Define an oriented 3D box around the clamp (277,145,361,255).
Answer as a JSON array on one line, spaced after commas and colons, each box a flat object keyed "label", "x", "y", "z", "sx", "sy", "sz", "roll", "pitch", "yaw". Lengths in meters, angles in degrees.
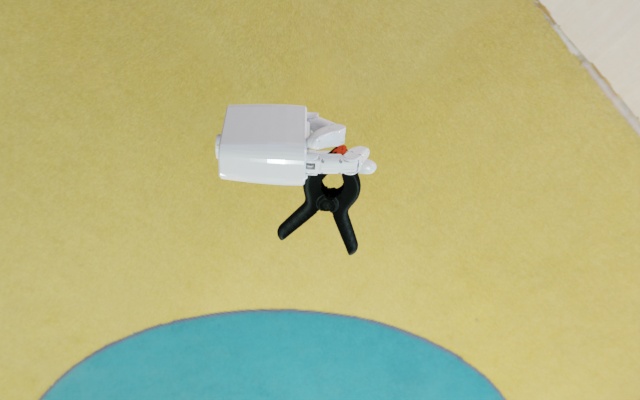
[{"label": "clamp", "x": 0.000, "y": 0.002, "z": 0.670, "sx": 0.120, "sy": 0.172, "sz": 0.039, "roll": 2, "pitch": 30, "yaw": -3}]
